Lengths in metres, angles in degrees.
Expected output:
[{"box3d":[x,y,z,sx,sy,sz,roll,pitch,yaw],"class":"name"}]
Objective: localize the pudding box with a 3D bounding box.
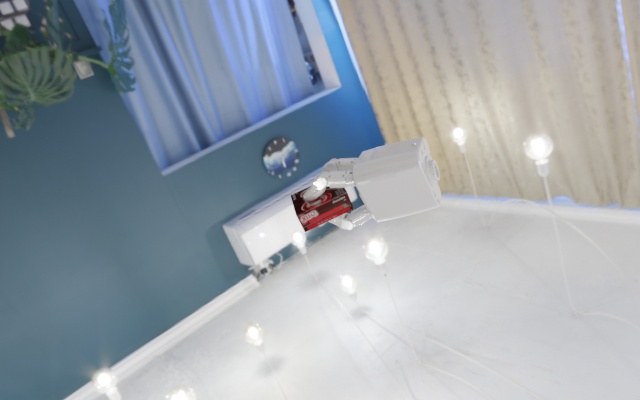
[{"box3d":[0.000,0.003,0.810,0.090,0.039,0.113,-24,18,-1],"class":"pudding box"}]
